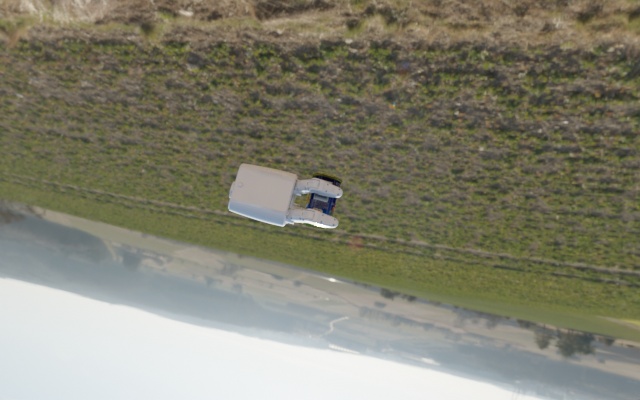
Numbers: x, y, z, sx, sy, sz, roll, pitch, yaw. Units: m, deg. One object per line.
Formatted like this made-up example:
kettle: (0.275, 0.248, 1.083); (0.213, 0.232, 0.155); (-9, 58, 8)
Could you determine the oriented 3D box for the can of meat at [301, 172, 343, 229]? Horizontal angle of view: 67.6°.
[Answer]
can of meat: (0.000, 0.003, 0.898); (0.057, 0.084, 0.102); (15, -16, -4)
